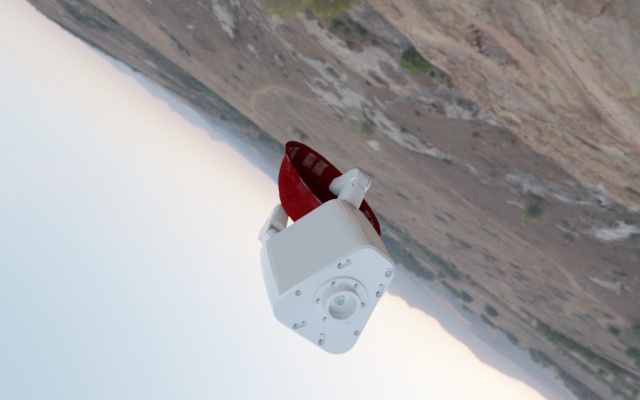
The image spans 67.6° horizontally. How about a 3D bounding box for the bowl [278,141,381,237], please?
[{"bbox_3d":[0.000,0.002,0.594,0.055,0.162,0.162,-44,-17,18],"label":"bowl"}]
